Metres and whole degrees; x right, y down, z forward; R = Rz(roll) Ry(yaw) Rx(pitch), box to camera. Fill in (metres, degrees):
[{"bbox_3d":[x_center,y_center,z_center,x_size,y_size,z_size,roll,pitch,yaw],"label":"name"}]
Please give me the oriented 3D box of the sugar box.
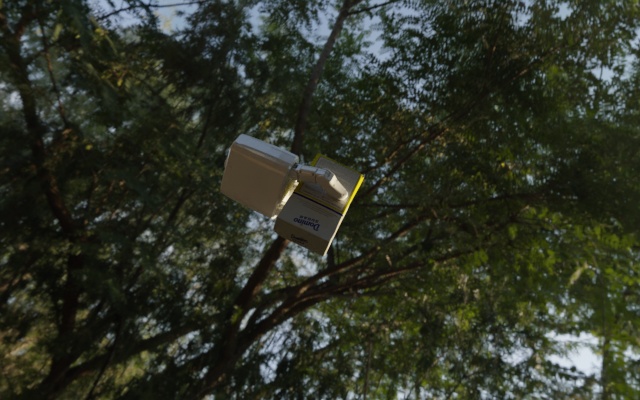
[{"bbox_3d":[0.000,0.003,0.792,0.093,0.176,0.048,26,-42,5],"label":"sugar box"}]
